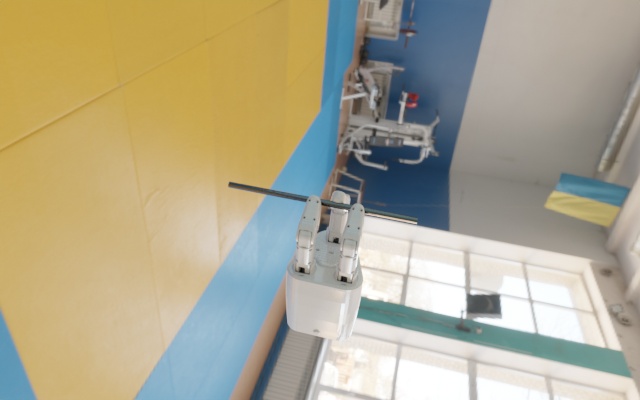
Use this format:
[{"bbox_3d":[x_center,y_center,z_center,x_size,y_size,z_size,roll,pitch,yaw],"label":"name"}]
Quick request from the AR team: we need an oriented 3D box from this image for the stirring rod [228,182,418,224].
[{"bbox_3d":[0.000,0.002,0.594,0.239,0.011,0.011,11,1,8],"label":"stirring rod"}]
